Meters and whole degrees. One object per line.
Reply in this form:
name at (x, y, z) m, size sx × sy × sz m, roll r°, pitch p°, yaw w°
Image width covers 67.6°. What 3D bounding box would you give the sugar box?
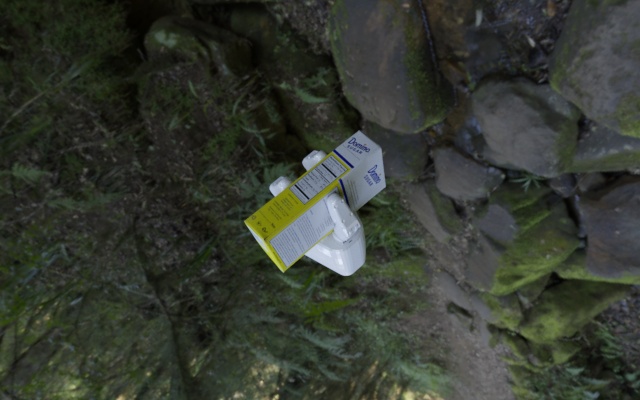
sugar box at (0.000, 0.002, 0.582) m, size 0.048 × 0.176 × 0.093 m, roll 42°, pitch -14°, yaw 28°
